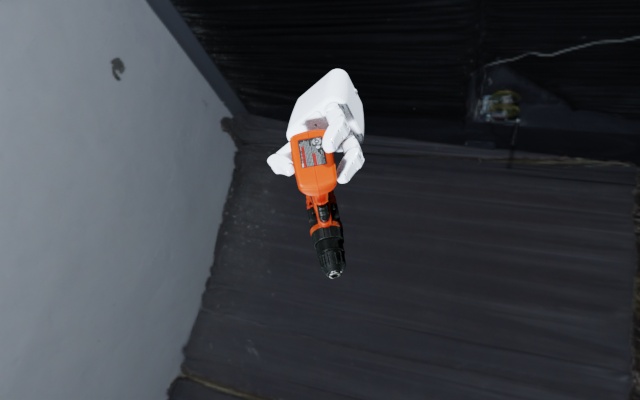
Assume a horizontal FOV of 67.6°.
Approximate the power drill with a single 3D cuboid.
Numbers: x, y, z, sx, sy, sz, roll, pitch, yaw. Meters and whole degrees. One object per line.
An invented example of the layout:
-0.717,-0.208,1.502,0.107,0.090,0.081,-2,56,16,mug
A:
0.000,0.002,0.709,0.057,0.184,0.188,-11,-32,-2,power drill
